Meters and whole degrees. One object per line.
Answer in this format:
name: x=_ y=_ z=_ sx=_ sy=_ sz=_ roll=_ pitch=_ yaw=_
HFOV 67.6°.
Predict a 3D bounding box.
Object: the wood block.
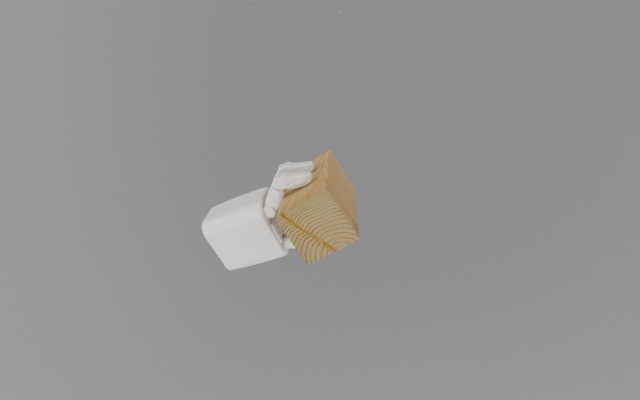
wood block: x=0.000 y=0.003 z=0.767 sx=0.090 sy=0.091 sz=0.206 roll=-28 pitch=18 yaw=13
